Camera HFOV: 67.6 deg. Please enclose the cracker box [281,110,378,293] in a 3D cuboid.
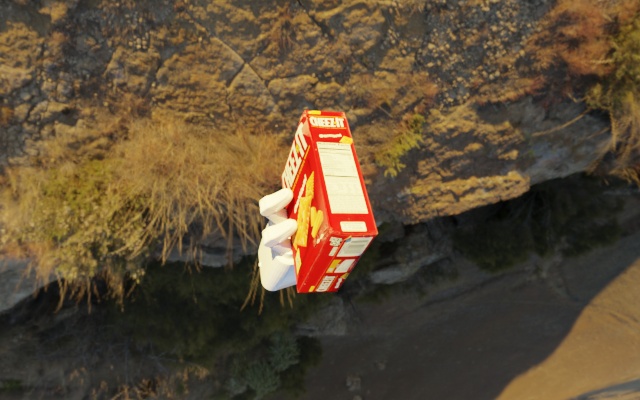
[{"bbox_3d":[0.000,0.002,0.692,0.072,0.213,0.164,2,-36,-19],"label":"cracker box"}]
